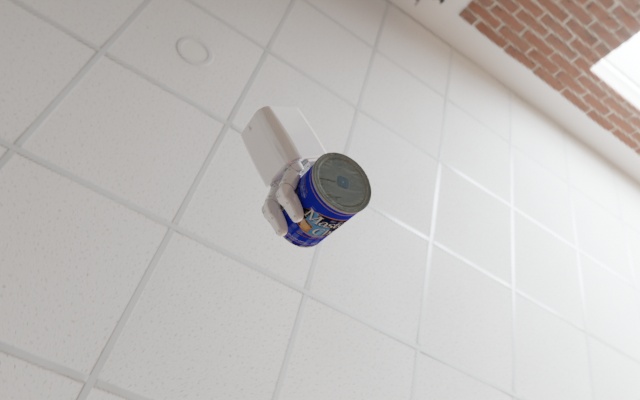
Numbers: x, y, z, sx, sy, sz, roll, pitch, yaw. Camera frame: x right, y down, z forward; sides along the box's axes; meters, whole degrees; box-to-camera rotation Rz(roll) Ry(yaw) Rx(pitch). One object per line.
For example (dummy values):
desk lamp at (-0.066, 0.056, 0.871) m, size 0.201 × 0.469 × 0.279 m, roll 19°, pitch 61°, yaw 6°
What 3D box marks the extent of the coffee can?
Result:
coffee can at (0.000, 0.003, 0.764) m, size 0.103 × 0.102 × 0.140 m, roll 0°, pitch -26°, yaw -33°
